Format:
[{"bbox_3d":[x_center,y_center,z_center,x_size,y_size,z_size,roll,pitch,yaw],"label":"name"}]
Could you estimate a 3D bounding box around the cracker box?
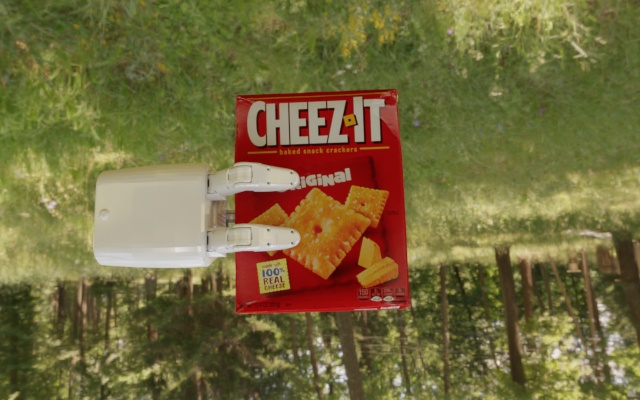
[{"bbox_3d":[0.000,0.002,0.478,0.164,0.213,0.072,-2,-10,1],"label":"cracker box"}]
